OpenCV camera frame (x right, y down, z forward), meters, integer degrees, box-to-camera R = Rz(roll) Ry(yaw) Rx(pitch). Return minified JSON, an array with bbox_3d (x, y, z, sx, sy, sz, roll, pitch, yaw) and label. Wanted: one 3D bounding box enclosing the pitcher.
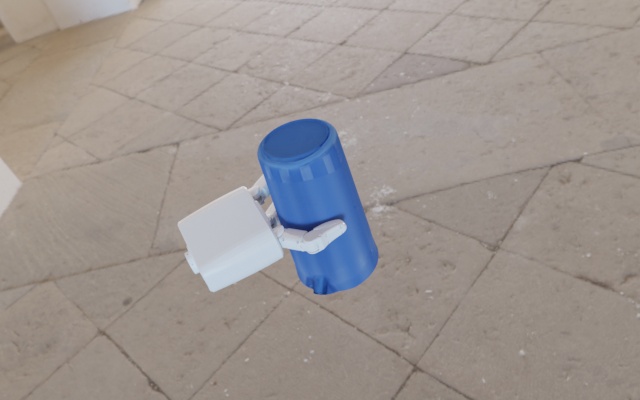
[{"bbox_3d":[0.000,0.002,0.691,0.145,0.243,0.149,-28,40,-11],"label":"pitcher"}]
